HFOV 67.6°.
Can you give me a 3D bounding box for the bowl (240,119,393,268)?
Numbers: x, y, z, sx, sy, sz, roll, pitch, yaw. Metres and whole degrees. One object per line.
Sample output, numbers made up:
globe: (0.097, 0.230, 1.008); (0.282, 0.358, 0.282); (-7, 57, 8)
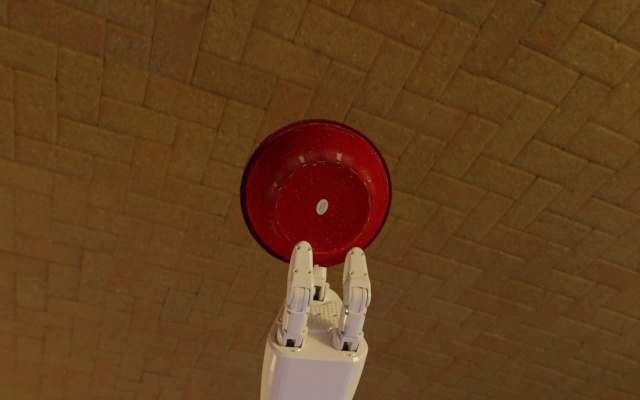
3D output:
bowl: (0.000, 0.000, 0.476); (0.162, 0.162, 0.055); (0, 14, -7)
